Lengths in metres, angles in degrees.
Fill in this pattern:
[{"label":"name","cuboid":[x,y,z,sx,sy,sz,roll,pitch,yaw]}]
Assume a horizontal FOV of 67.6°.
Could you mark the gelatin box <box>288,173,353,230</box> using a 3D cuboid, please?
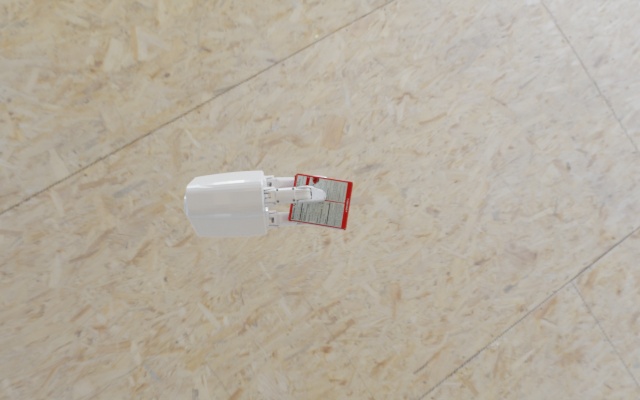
[{"label":"gelatin box","cuboid":[0.000,0.002,0.721,0.089,0.073,0.030,9,-6,1]}]
